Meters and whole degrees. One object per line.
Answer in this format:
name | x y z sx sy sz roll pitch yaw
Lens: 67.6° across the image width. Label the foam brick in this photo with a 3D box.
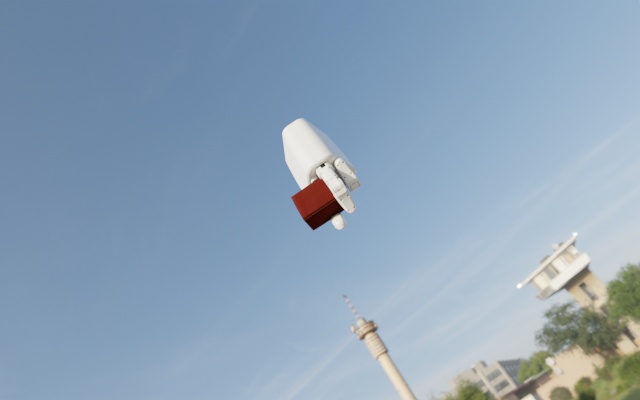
foam brick | 0.000 0.003 0.798 0.078 0.051 0.053 -34 -29 0
